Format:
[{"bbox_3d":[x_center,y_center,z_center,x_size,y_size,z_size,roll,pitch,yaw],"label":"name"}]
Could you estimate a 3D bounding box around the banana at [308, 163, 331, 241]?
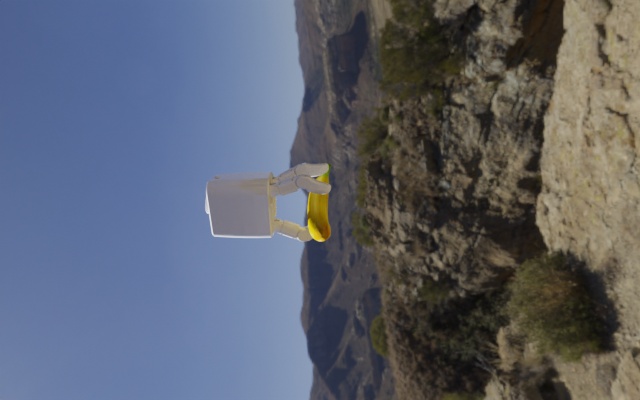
[{"bbox_3d":[-0.002,0.015,0.824,0.037,0.070,0.197,6,38,-5],"label":"banana"}]
